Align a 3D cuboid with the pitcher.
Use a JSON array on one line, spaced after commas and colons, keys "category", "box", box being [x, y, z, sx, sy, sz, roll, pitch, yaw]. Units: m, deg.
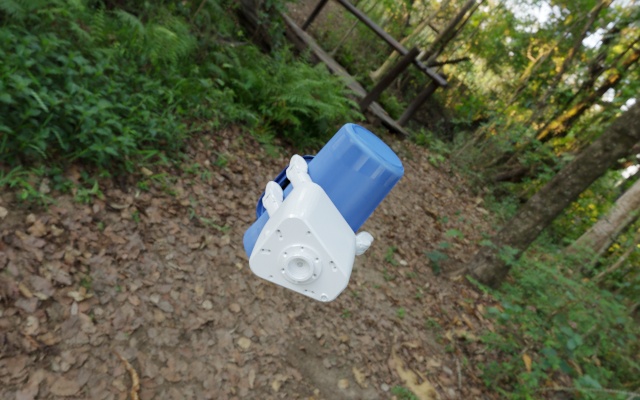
[{"category": "pitcher", "box": [0.000, 0.002, 0.707, 0.149, 0.243, 0.145, 38, 20, -6]}]
